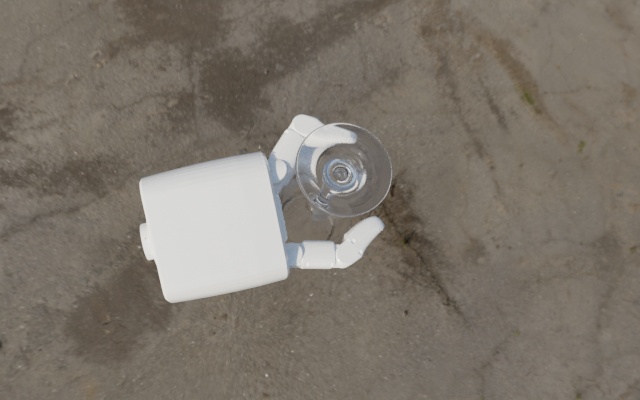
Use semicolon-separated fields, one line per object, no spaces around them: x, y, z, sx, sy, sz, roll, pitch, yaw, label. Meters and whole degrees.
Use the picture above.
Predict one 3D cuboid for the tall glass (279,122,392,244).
0.000;0.001;0.449;0.079;0.079;0.201;0;-15;-10;tall glass
